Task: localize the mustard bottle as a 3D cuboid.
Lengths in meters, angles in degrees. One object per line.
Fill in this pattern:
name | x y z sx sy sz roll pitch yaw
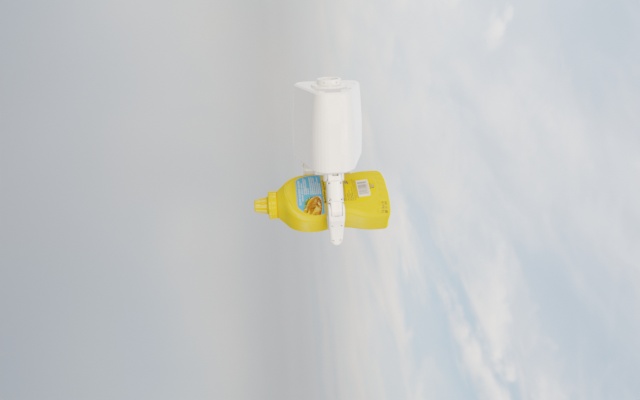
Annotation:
mustard bottle | 0.000 0.003 0.695 0.191 0.096 0.058 -3 -42 -5
